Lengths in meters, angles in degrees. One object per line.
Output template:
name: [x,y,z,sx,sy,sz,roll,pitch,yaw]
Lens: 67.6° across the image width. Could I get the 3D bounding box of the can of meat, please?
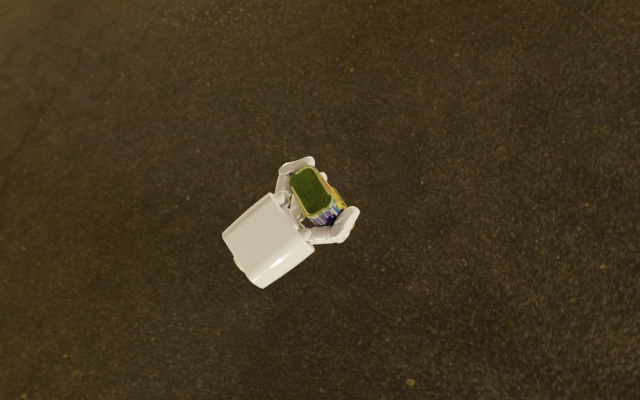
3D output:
can of meat: [0.000,0.002,0.767,0.057,0.102,0.084,-36,-38,5]
